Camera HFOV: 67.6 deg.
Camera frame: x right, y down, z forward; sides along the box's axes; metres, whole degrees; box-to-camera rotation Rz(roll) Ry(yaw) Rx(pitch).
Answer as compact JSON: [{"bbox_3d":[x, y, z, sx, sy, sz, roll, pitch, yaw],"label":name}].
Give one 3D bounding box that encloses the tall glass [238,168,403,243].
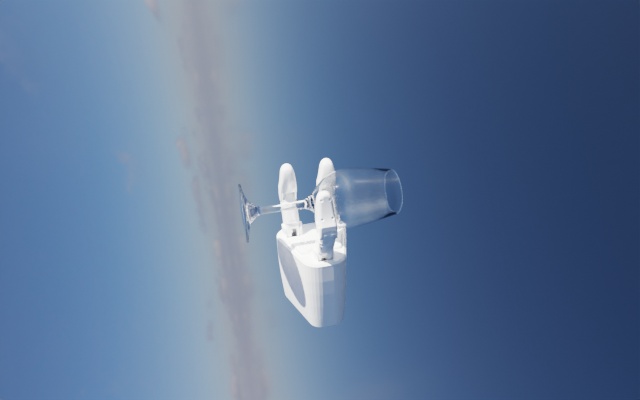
[{"bbox_3d":[-0.001,0.002,0.610,0.201,0.079,0.079,-9,2,-11],"label":"tall glass"}]
